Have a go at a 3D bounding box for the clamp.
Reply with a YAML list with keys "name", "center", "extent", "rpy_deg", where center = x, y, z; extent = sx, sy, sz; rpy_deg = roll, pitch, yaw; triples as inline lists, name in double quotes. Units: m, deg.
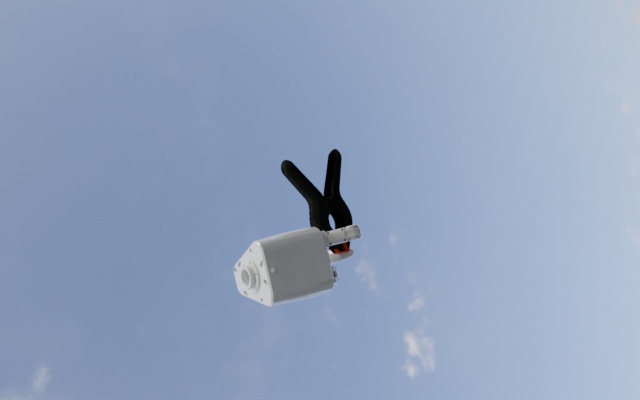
- name: "clamp"
  center: [0.000, 0.003, 0.752]
  extent: [0.120, 0.171, 0.039]
  rpy_deg: [-8, -10, -34]
